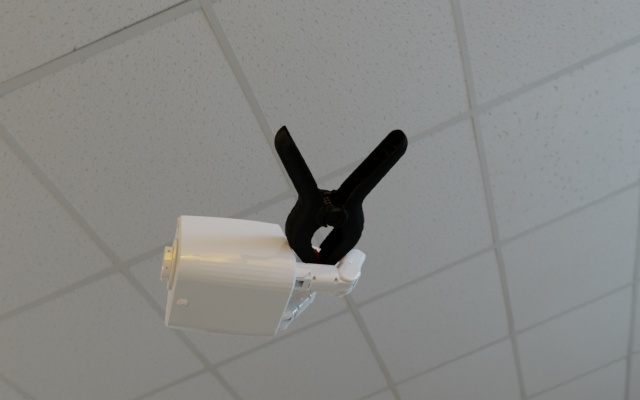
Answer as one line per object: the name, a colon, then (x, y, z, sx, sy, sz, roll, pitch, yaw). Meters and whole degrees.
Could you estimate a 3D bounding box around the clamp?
clamp: (0.000, 0.001, 0.450, 0.120, 0.171, 0.039, 10, 30, -17)
